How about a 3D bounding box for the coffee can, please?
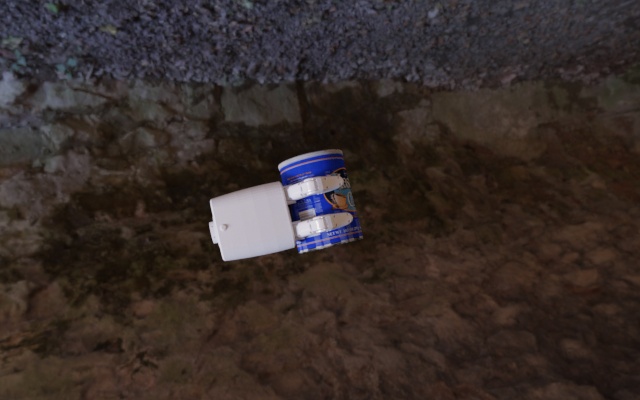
[{"bbox_3d":[0.000,0.002,0.740,0.103,0.140,0.103,-13,-5,-1],"label":"coffee can"}]
